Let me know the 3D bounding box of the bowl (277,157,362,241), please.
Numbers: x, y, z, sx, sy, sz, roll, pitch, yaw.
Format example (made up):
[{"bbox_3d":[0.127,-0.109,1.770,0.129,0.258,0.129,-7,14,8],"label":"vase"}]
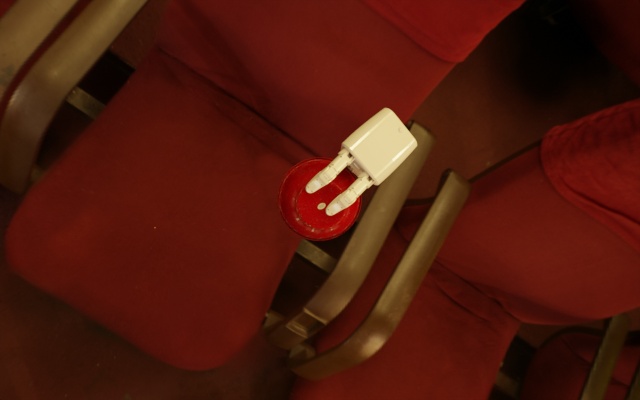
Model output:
[{"bbox_3d":[-0.001,0.004,0.884,0.162,0.162,0.055,0,11,-4],"label":"bowl"}]
